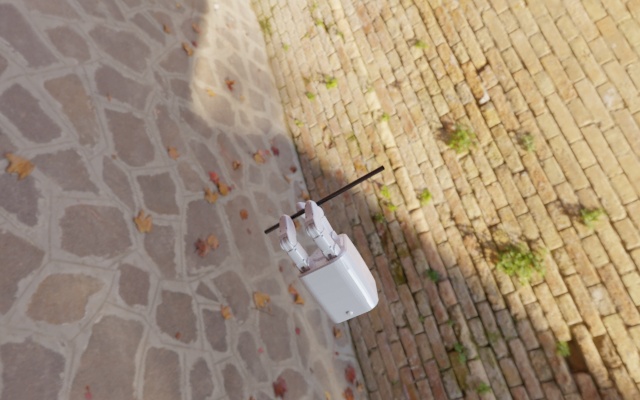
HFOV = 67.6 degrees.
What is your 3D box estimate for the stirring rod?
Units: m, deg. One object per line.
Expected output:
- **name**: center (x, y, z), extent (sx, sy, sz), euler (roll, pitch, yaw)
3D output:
- **stirring rod**: center (0.000, 0.003, 0.769), extent (0.239, 0.011, 0.011), euler (-29, -14, 26)
